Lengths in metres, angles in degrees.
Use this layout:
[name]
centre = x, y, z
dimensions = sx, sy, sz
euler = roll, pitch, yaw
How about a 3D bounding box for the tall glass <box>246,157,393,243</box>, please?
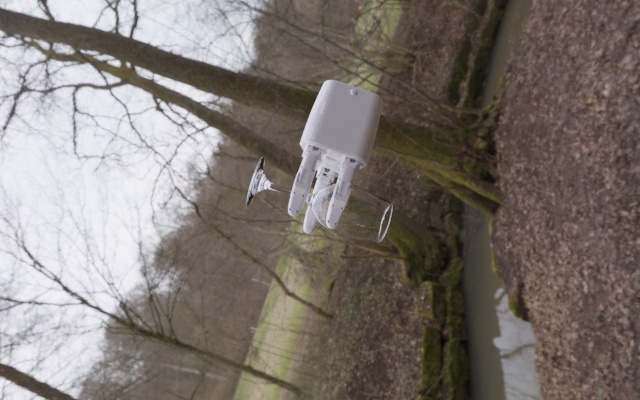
[tall glass]
centre = -0.001, 0.002, 0.693
dimensions = 0.201, 0.079, 0.079
euler = 18, 0, -1
